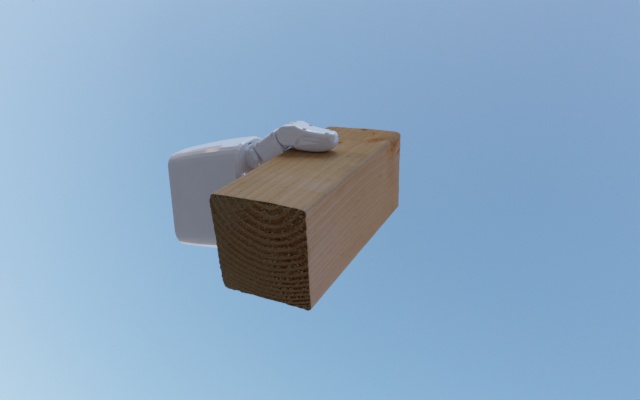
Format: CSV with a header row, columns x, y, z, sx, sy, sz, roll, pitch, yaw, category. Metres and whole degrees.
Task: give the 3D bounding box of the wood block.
x,y,z,sx,sy,sz,roll,pitch,yaw,category
0.000,0.001,0.456,0.090,0.091,0.206,9,27,26,wood block
